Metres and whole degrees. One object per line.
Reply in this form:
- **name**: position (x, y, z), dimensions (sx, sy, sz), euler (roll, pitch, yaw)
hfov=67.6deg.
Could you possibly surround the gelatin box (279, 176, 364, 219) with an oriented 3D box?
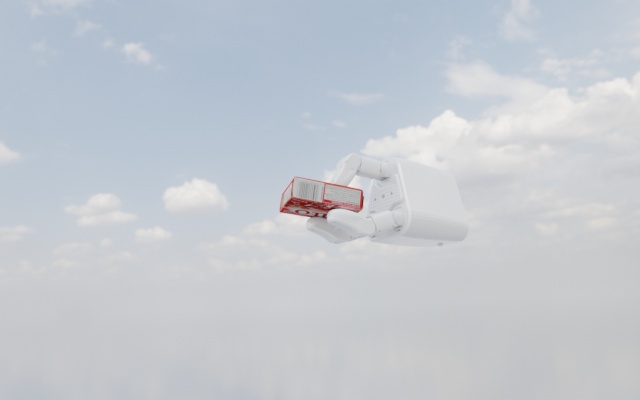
- **gelatin box**: position (0.000, 0.001, 0.591), dimensions (0.089, 0.030, 0.073), euler (11, -17, -13)
